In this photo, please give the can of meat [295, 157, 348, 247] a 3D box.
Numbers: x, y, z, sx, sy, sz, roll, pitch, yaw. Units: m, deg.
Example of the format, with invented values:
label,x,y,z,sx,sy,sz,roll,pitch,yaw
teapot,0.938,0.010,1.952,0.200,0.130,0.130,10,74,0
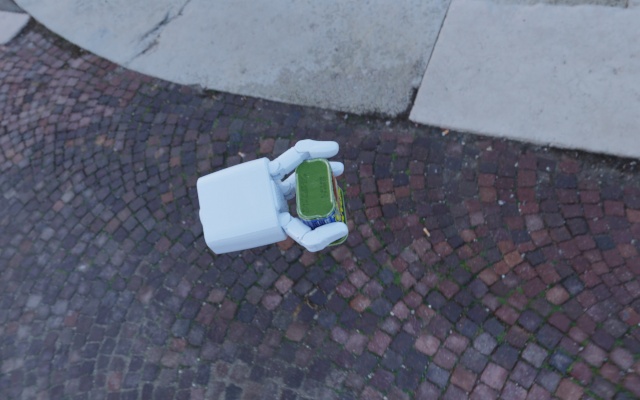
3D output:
label,x,y,z,sx,sy,sz,roll,pitch,yaw
can of meat,0.000,0.002,0.676,0.057,0.102,0.084,-11,-32,9
